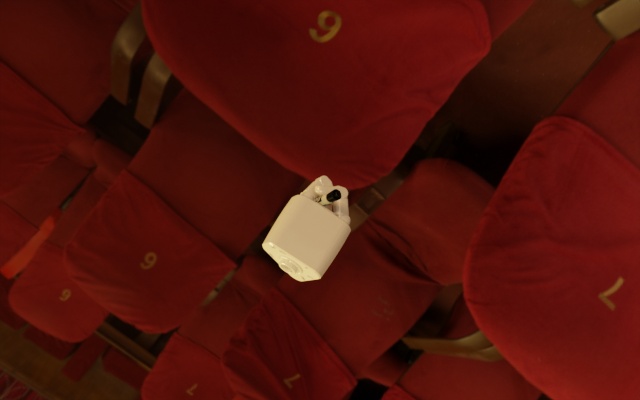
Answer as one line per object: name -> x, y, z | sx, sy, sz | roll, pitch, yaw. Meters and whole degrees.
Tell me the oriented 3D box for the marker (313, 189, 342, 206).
marker -> 0.000, 0.003, 0.818 | 0.020, 0.020, 0.121 | 0, -13, -29
